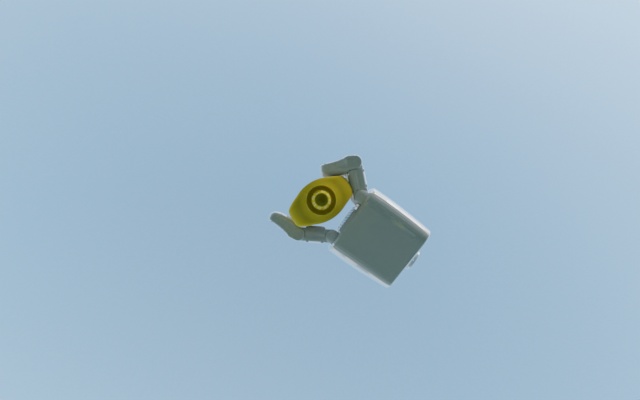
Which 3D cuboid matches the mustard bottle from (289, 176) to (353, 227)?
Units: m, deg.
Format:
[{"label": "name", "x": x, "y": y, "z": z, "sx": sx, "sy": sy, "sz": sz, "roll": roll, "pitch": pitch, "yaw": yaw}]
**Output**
[{"label": "mustard bottle", "x": 0.000, "y": 0.002, "z": 0.695, "sx": 0.096, "sy": 0.058, "sz": 0.191, "roll": -30, "pitch": 0, "yaw": -2}]
